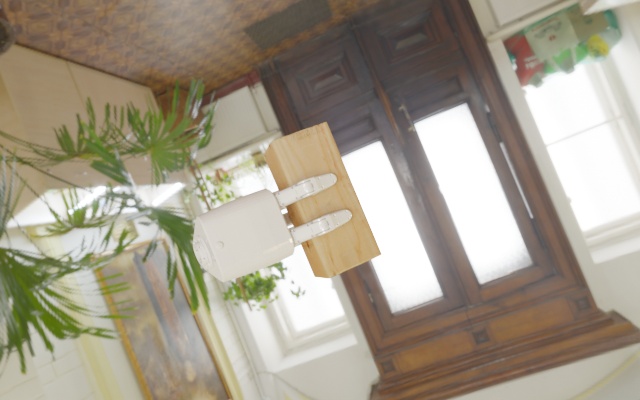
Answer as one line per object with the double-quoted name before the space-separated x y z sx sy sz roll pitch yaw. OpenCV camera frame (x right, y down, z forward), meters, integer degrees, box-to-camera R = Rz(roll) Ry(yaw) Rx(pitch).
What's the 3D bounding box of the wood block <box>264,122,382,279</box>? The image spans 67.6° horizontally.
"wood block" 0.000 0.003 0.711 0.090 0.206 0.091 -22 -1 -16
